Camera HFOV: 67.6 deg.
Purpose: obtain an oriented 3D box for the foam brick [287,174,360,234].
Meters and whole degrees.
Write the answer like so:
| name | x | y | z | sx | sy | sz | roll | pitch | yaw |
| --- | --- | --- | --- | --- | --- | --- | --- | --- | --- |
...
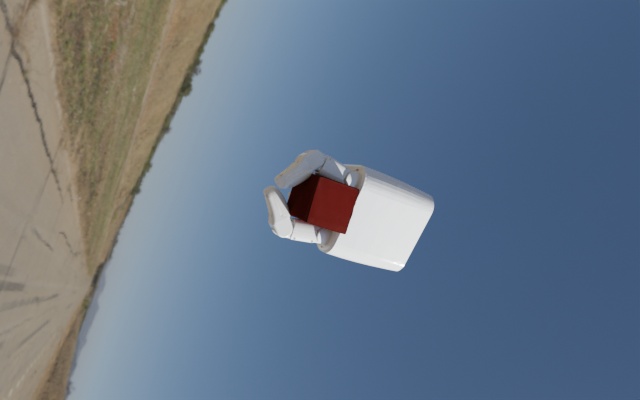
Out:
| name | x | y | z | sx | sy | sz | roll | pitch | yaw |
| --- | --- | --- | --- | --- | --- | --- | --- | --- | --- |
| foam brick | 0.000 | 0.002 | 0.537 | 0.051 | 0.053 | 0.078 | 19 | -1 | -21 |
